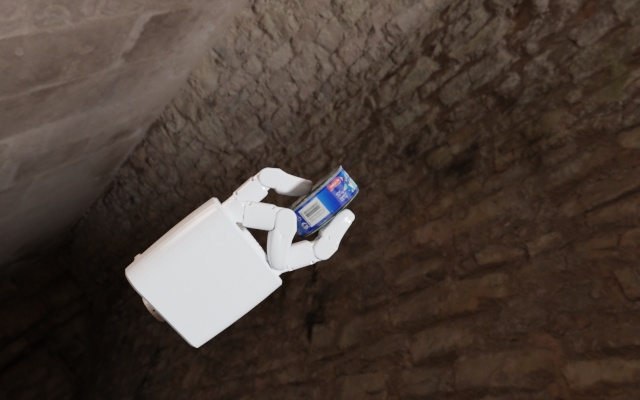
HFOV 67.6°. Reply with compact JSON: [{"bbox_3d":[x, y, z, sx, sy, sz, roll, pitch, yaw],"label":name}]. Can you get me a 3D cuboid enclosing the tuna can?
[{"bbox_3d":[0.001,0.002,0.524,0.086,0.034,0.086,-40,5,5],"label":"tuna can"}]
